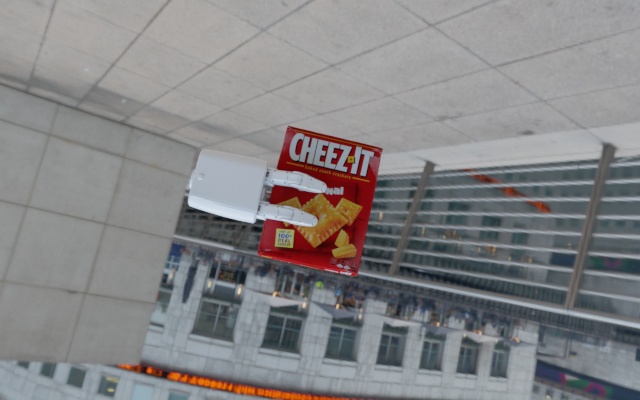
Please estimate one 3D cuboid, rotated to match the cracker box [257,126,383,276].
[{"bbox_3d":[0.000,0.003,0.781,0.164,0.213,0.072,13,-8,-3],"label":"cracker box"}]
